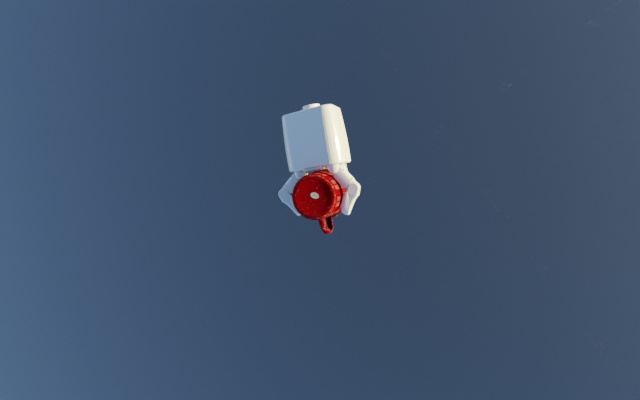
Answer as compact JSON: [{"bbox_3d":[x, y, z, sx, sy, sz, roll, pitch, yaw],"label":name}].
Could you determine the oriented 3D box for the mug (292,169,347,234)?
[{"bbox_3d":[0.000,0.004,0.859,0.093,0.117,0.081,-10,2,15],"label":"mug"}]
